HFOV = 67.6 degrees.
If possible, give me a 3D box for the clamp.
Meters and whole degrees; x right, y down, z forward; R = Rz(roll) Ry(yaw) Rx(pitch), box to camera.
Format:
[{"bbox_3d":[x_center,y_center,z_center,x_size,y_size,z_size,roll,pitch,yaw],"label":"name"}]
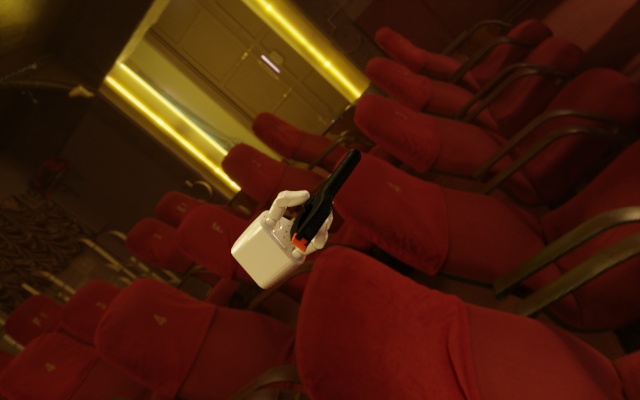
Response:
[{"bbox_3d":[-0.001,0.003,0.812,0.165,0.036,0.209,-44,14,32],"label":"clamp"}]
